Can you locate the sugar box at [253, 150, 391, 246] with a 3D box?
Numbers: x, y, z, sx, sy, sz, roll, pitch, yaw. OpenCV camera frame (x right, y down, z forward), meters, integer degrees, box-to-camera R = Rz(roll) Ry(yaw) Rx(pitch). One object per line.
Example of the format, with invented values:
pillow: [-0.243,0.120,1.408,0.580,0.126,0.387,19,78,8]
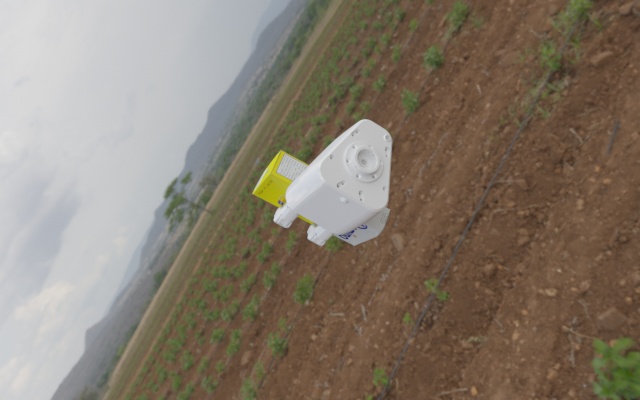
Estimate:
sugar box: [0.000,0.003,0.675,0.176,0.048,0.093,30,-25,-12]
